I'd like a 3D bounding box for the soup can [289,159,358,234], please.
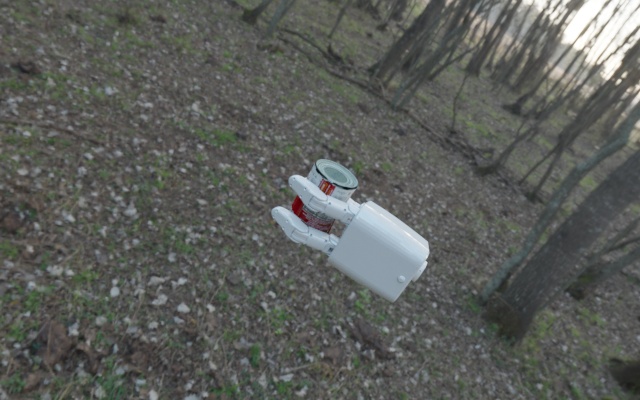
[{"bbox_3d":[0.000,0.002,0.669,0.068,0.102,0.068,24,27,-13],"label":"soup can"}]
